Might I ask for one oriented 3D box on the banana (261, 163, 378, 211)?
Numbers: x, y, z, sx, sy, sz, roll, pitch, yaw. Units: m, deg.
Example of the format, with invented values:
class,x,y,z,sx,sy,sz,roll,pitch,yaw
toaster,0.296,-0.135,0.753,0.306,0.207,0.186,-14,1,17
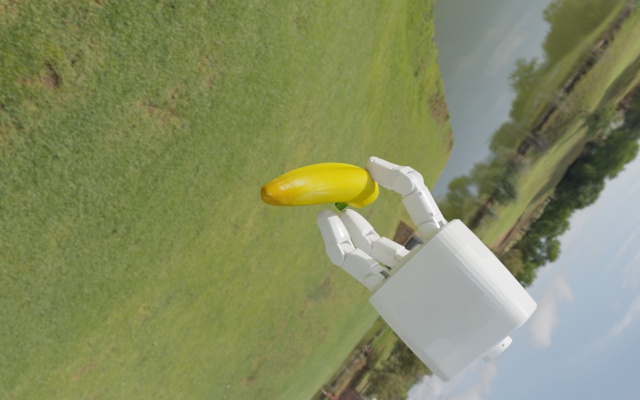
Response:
class,x,y,z,sx,sy,sz,roll,pitch,yaw
banana,0.016,-0.009,0.471,0.069,0.037,0.198,-37,-17,16
